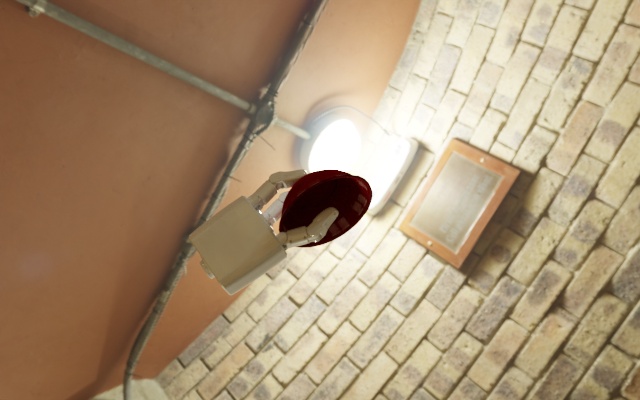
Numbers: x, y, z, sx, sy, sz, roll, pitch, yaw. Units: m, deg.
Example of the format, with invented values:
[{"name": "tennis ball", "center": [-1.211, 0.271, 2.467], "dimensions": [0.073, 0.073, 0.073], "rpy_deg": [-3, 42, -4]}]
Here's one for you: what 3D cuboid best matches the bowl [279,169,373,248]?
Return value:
[{"name": "bowl", "center": [0.001, 0.002, 0.758], "dimensions": [0.162, 0.055, 0.162], "rpy_deg": [-19, -37, -15]}]
